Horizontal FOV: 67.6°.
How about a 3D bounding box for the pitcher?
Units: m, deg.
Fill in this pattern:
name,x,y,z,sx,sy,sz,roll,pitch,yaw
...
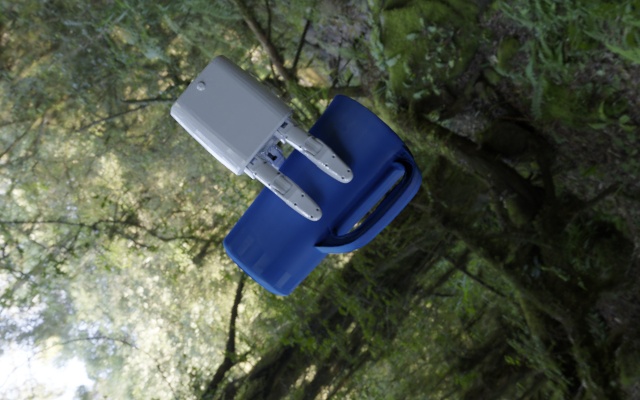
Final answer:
name,x,y,z,sx,sy,sz,roll,pitch,yaw
pitcher,0.000,0.002,0.595,0.145,0.243,0.149,41,-3,-4
